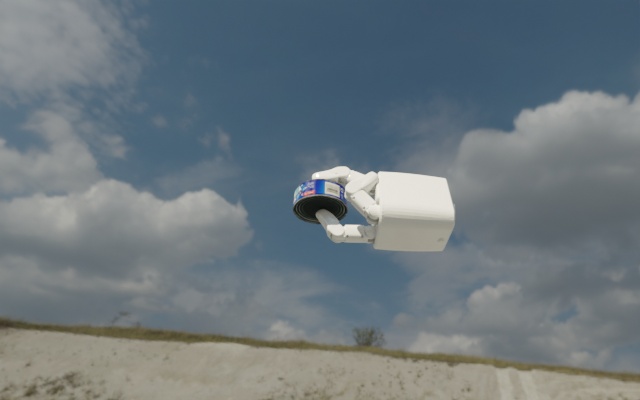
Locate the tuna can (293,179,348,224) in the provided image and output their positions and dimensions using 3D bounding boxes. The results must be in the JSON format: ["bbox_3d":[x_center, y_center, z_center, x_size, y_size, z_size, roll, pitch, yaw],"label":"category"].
[{"bbox_3d":[0.000,0.002,0.755,0.086,0.033,0.086,1,-32,1],"label":"tuna can"}]
